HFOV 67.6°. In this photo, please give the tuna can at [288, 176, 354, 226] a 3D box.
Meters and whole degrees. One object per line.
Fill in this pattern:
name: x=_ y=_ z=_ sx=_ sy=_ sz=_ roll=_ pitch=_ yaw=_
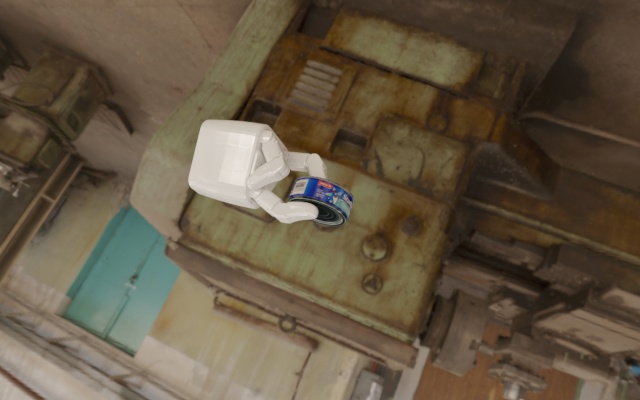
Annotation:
tuna can: x=0.000 y=0.003 z=0.650 sx=0.086 sy=0.033 sz=0.086 roll=17 pitch=-22 yaw=7
